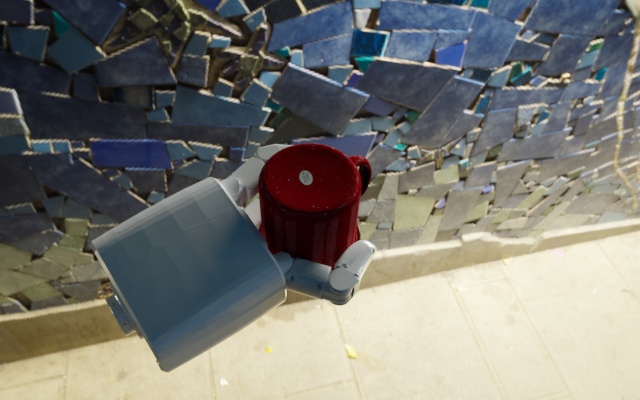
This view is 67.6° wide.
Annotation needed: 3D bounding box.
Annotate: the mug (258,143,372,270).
[{"bbox_3d":[0.001,0.001,0.406,0.117,0.082,0.093,-32,59,-25],"label":"mug"}]
